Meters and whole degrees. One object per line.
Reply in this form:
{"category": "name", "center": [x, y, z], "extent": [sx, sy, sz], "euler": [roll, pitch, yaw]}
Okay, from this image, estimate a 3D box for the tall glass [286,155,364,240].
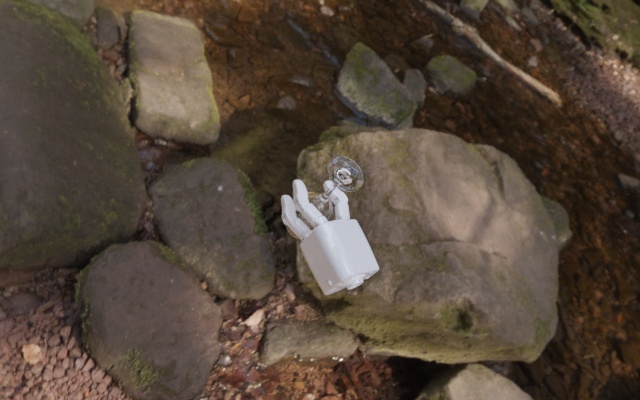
{"category": "tall glass", "center": [0.000, 0.002, 0.900], "extent": [0.079, 0.079, 0.201], "euler": [0, -30, -30]}
